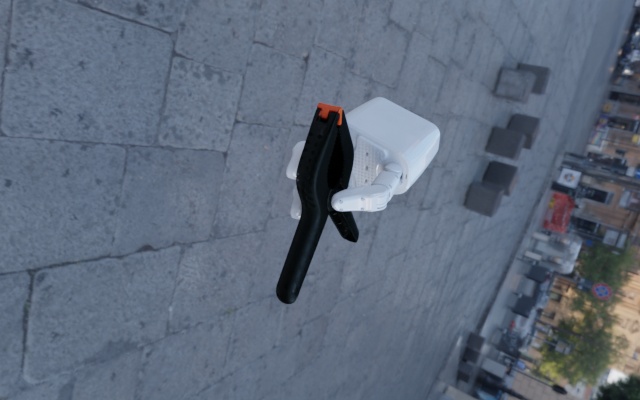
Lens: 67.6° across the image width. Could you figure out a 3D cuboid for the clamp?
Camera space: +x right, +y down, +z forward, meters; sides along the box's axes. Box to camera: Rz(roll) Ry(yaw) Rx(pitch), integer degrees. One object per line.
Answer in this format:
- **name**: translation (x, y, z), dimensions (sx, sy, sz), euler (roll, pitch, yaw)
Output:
- **clamp**: translation (0.001, 0.001, 0.522), dimensions (0.036, 0.210, 0.164), euler (17, 38, 25)
